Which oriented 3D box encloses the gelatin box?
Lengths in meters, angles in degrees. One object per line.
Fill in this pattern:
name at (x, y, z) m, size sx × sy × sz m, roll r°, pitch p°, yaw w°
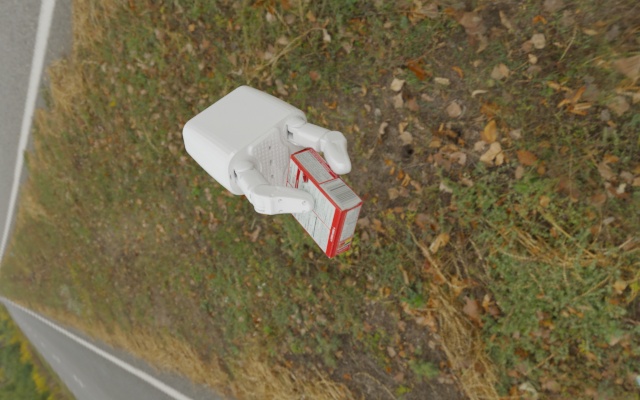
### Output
gelatin box at (0.000, 0.002, 0.480) m, size 0.030 × 0.073 × 0.089 m, roll -23°, pitch 55°, yaw -29°
